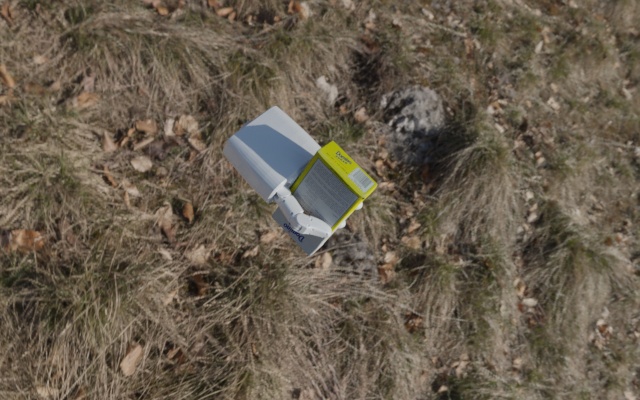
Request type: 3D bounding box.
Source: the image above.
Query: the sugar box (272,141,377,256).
[{"bbox_3d":[0.000,0.002,0.717,0.048,0.093,0.176,-39,-7,-41],"label":"sugar box"}]
